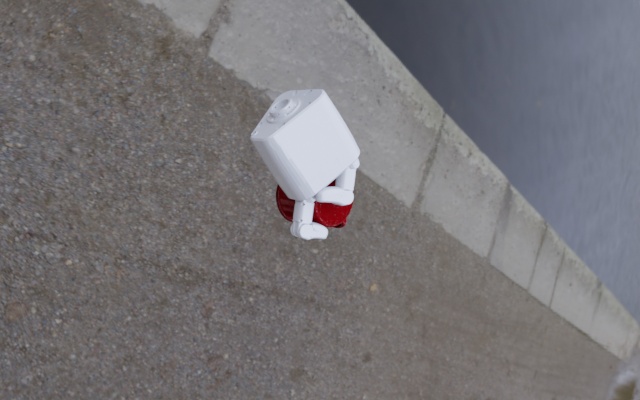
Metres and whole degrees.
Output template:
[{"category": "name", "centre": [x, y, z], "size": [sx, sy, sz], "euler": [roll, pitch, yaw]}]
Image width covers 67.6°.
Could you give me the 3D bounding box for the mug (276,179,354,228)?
[{"category": "mug", "centre": [0.001, 0.003, 0.719], "size": [0.081, 0.093, 0.117], "euler": [11, -35, 46]}]
